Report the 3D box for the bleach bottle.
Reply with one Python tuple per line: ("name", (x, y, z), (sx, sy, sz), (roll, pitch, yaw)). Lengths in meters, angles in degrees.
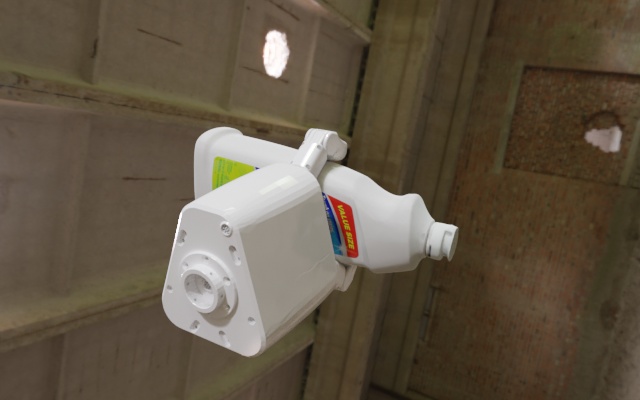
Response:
("bleach bottle", (0.000, 0.002, 0.443), (0.251, 0.103, 0.068), (14, 22, 25))
